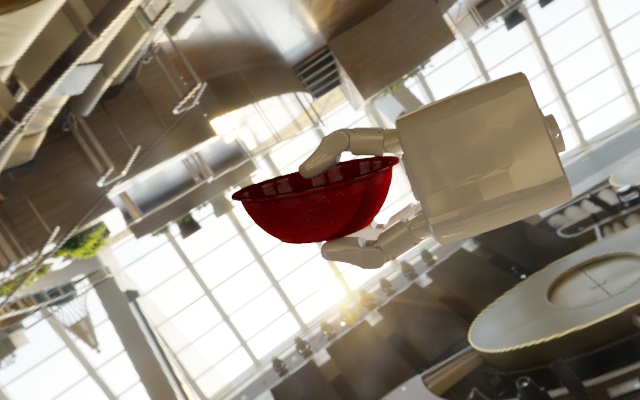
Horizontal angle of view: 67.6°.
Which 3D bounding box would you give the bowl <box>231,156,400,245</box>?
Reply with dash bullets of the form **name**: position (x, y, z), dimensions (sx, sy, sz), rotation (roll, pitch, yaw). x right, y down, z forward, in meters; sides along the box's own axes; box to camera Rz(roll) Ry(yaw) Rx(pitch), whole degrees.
- **bowl**: position (-0.001, 0.002, 0.455), dimensions (0.162, 0.055, 0.162), rotation (-12, 10, 2)
